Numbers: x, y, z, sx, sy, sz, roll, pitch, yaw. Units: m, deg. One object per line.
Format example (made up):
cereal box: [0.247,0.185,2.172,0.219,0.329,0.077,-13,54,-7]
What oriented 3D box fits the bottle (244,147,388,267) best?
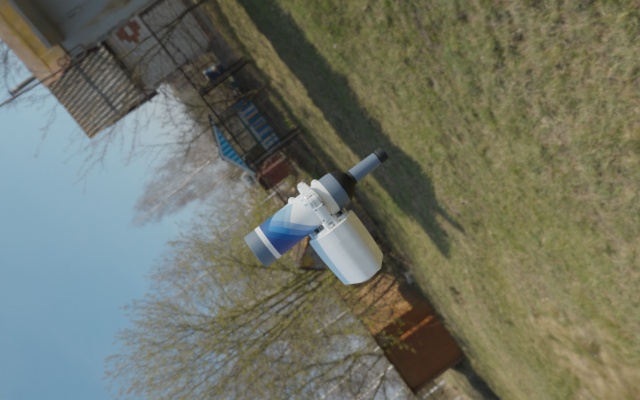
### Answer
bottle: [0.000,0.003,0.862,0.295,0.069,0.069,-38,3,-4]
